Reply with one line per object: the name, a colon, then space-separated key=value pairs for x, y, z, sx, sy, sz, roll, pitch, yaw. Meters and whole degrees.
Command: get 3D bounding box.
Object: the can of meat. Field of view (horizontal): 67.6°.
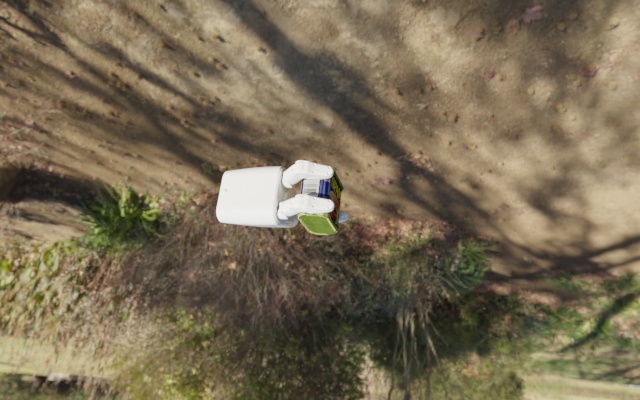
can of meat: x=0.000 y=0.003 z=0.784 sx=0.057 sy=0.084 sz=0.102 roll=0 pitch=-22 yaw=15
